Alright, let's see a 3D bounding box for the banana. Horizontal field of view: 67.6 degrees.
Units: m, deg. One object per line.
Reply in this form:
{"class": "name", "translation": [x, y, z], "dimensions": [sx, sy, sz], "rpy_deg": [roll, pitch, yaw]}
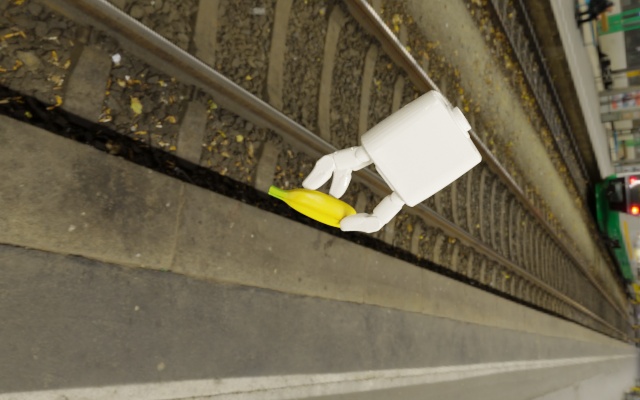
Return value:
{"class": "banana", "translation": [0.011, 0.011, 0.682], "dimensions": [0.069, 0.037, 0.198], "rpy_deg": [35, 7, 33]}
